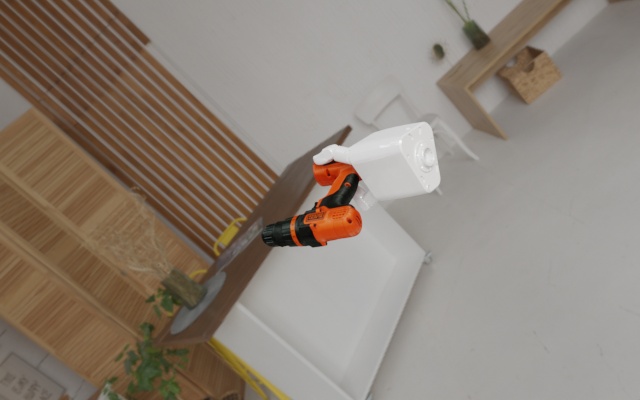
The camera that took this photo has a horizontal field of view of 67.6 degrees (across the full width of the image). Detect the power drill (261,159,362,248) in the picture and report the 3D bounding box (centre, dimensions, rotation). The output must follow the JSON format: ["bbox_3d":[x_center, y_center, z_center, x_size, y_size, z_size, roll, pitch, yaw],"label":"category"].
[{"bbox_3d":[0.000,0.002,0.820,0.184,0.057,0.187,-10,39,29],"label":"power drill"}]
